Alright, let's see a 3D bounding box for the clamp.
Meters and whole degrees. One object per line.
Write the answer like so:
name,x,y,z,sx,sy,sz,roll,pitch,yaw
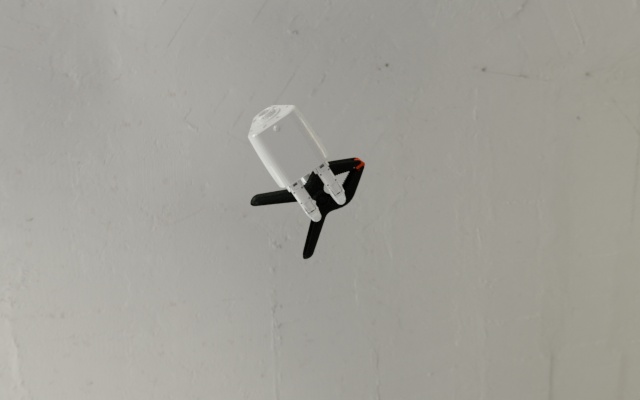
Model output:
clamp,0.000,0.002,0.877,0.210,0.165,0.036,-34,27,-1
